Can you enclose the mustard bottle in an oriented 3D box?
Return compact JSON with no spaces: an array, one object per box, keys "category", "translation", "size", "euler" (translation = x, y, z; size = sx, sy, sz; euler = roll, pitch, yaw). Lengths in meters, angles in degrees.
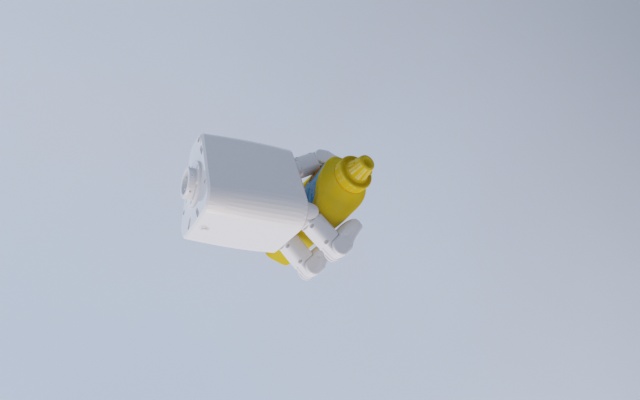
[{"category":"mustard bottle","translation":[0.000,0.002,0.564],"size":[0.058,0.096,0.192],"euler":[32,-40,-14]}]
